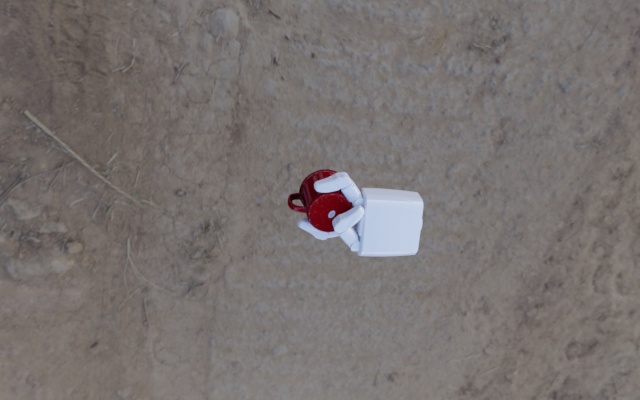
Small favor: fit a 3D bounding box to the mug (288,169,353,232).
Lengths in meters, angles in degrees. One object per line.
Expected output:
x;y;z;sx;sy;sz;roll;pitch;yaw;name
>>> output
-0.001;0.003;0.849;0.117;0.093;0.081;1;29;-10;mug
